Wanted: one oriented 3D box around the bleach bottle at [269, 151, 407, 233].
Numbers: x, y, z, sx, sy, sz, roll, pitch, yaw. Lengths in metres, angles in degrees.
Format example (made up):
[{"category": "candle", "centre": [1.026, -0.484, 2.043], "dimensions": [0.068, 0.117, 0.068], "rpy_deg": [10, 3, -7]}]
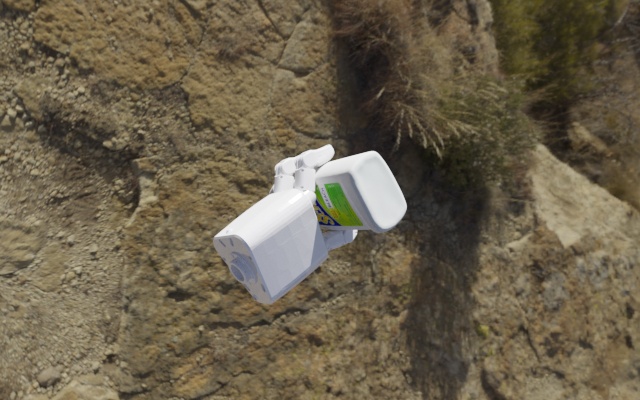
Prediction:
[{"category": "bleach bottle", "centre": [0.000, 0.002, 0.684], "dimensions": [0.068, 0.102, 0.251], "rpy_deg": [-38, 15, -34]}]
